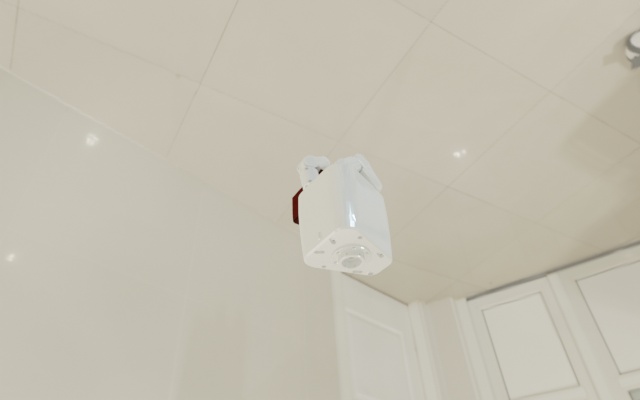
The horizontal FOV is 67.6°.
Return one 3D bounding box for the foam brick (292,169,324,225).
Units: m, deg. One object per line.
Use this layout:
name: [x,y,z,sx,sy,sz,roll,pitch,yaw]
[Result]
foam brick: [0.000,0.002,0.706,0.053,0.051,0.078,23,-48,-29]
